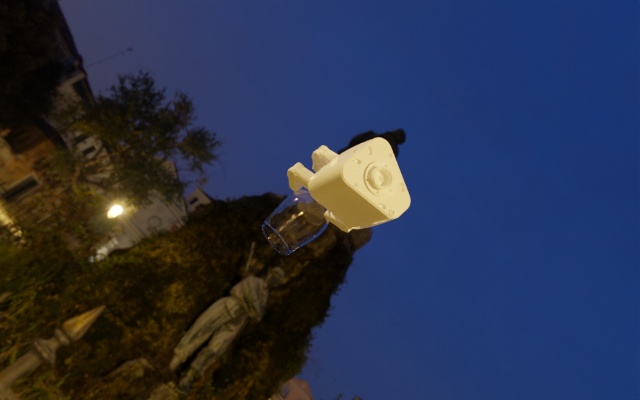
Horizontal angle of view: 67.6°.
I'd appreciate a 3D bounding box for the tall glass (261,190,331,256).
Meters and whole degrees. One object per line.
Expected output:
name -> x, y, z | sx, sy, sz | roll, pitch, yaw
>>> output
tall glass -> 0.001, 0.002, 0.763 | 0.201, 0.079, 0.079 | -39, 19, -24
